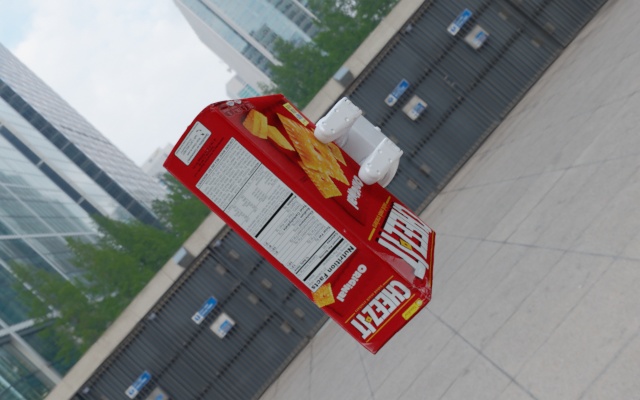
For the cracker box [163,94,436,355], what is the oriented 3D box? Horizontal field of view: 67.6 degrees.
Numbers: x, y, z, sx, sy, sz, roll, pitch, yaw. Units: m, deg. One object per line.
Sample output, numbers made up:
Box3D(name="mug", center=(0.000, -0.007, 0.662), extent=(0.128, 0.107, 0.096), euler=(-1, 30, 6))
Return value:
Box3D(name="cracker box", center=(0.000, 0.001, 0.415), extent=(0.213, 0.072, 0.164), euler=(41, 20, 2))
